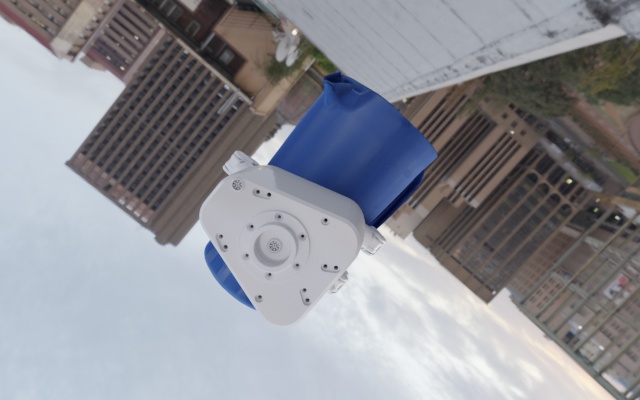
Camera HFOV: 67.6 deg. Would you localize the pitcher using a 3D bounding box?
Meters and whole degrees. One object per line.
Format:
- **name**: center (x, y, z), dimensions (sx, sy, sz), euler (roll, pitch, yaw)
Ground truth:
- **pitcher**: center (0.000, 0.002, 0.503), dimensions (0.149, 0.243, 0.145), euler (41, 7, -1)
